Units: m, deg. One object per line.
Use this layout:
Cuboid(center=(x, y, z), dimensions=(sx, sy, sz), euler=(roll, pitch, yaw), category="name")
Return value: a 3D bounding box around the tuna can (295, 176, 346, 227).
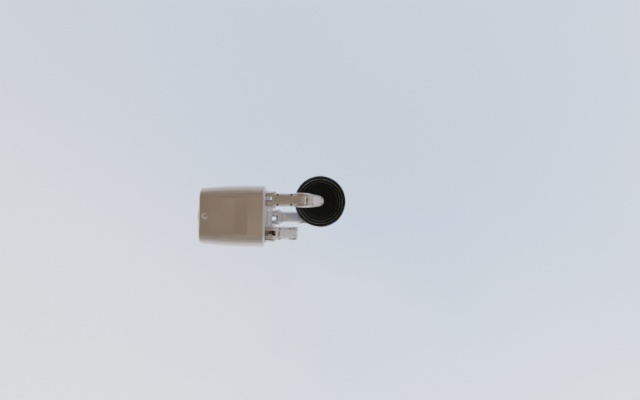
Cuboid(center=(0.000, 0.003, 0.814), dimensions=(0.086, 0.086, 0.034), euler=(0, -5, 4), category="tuna can")
